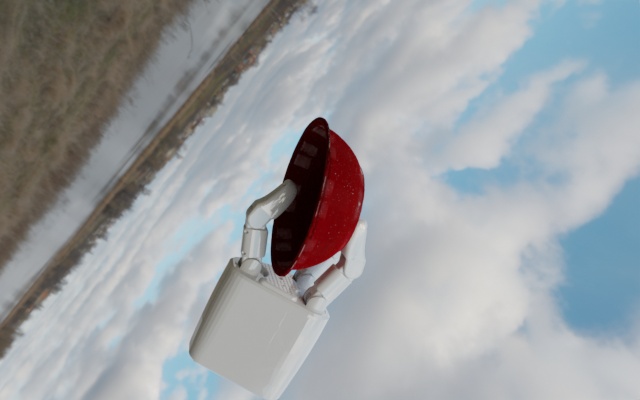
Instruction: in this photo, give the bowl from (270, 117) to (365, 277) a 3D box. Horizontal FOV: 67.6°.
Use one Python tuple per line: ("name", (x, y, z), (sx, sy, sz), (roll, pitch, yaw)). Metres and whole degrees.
("bowl", (0.001, 0.001, 0.478), (0.055, 0.162, 0.162), (15, -4, -17))
